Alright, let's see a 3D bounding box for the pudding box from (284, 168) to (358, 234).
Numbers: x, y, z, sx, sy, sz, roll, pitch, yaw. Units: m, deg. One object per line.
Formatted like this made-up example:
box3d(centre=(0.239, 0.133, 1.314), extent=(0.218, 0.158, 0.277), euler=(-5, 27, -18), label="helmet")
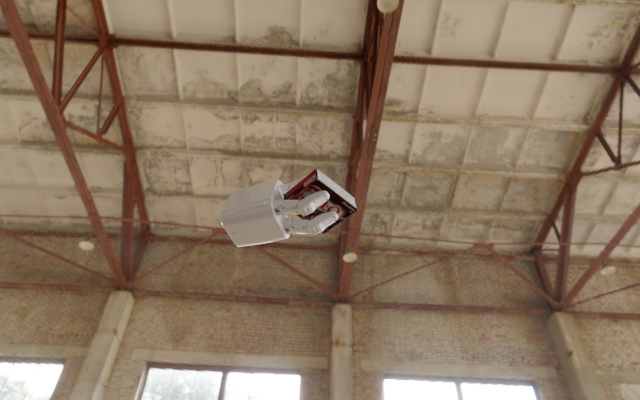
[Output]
box3d(centre=(0.000, 0.003, 0.898), extent=(0.090, 0.039, 0.113), euler=(-37, -54, 28), label="pudding box")
